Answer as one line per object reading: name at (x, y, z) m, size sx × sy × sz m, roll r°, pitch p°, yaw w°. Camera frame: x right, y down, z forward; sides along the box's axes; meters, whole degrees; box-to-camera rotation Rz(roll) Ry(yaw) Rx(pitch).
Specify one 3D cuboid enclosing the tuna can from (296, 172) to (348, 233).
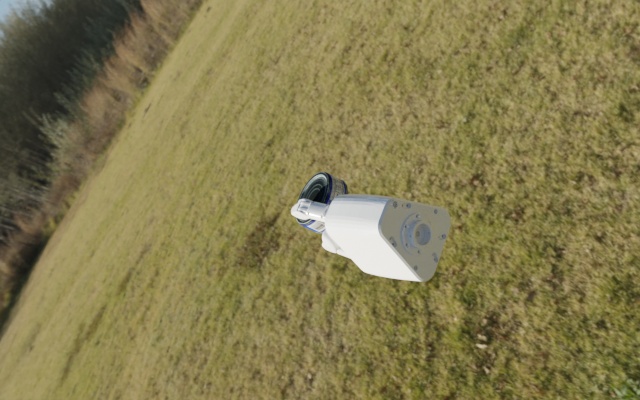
tuna can at (0.000, 0.002, 0.693) m, size 0.034 × 0.086 × 0.086 m, roll 26°, pitch -12°, yaw -27°
